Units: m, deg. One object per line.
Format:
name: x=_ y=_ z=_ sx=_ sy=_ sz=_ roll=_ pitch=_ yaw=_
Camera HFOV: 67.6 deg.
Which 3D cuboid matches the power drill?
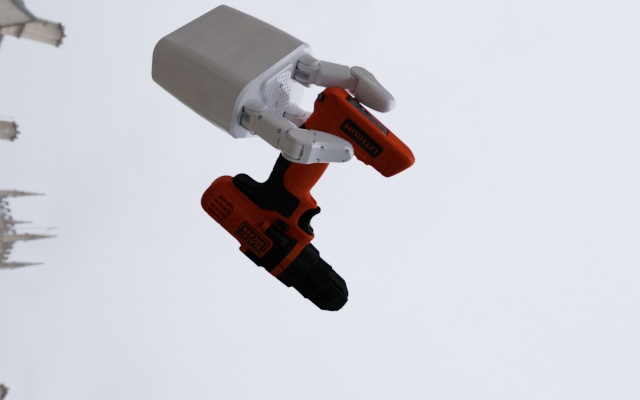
power drill: x=0.000 y=0.001 z=0.463 sx=0.184 sy=0.188 sz=0.057 roll=41 pitch=19 yaw=-7
